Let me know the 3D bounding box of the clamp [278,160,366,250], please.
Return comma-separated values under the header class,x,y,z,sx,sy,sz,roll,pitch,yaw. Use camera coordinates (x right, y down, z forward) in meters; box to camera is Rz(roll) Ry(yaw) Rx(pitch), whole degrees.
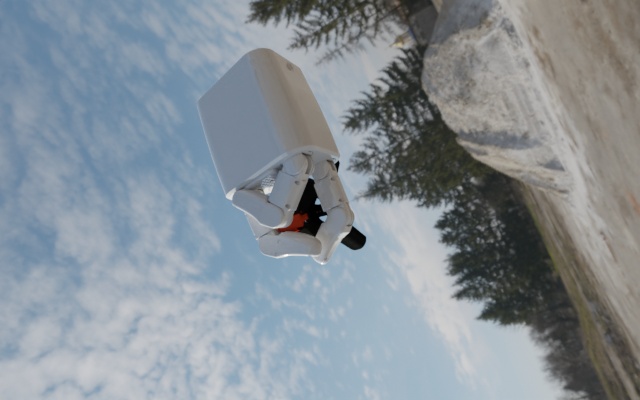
class,x,y,z,sx,sy,sz,roll,pitch,yaw
clamp,0.000,0.002,0.531,0.039,0.120,0.171,-25,-12,20
